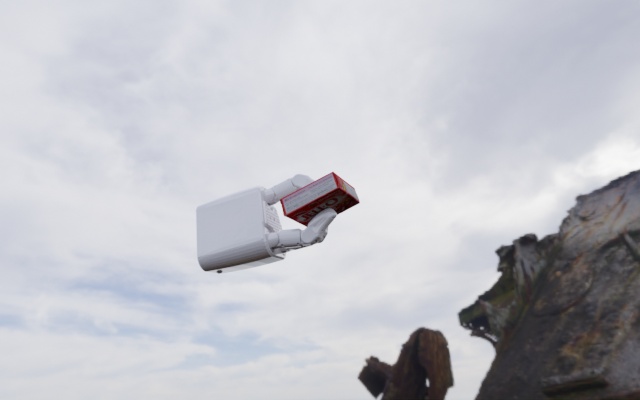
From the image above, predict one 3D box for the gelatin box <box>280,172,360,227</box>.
[{"bbox_3d":[0.000,0.002,0.663,0.089,0.030,0.073,-28,-27,17],"label":"gelatin box"}]
